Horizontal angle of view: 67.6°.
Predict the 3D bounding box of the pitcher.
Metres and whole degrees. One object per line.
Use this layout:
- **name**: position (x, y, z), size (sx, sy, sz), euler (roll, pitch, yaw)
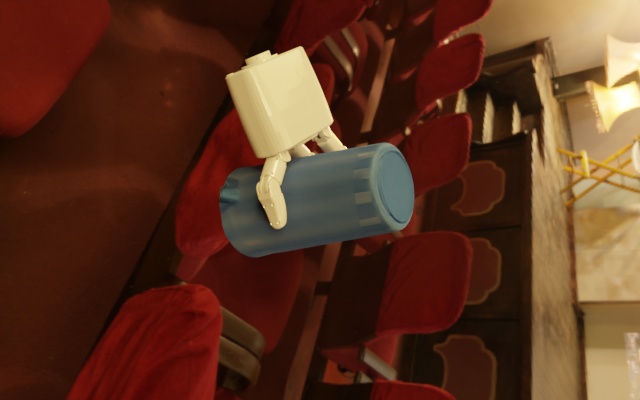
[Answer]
- **pitcher**: position (0.000, 0.002, 0.641), size (0.243, 0.145, 0.149), euler (-10, 22, 34)
